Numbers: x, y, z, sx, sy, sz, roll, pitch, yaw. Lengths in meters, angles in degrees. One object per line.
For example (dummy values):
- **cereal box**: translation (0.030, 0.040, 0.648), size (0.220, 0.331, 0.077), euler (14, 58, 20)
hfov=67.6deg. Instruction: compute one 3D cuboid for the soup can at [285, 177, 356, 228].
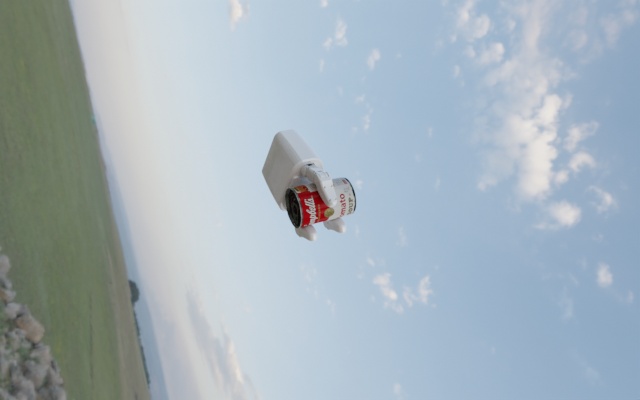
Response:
- **soup can**: translation (0.001, 0.003, 0.801), size (0.102, 0.068, 0.068), euler (-13, 5, -23)
